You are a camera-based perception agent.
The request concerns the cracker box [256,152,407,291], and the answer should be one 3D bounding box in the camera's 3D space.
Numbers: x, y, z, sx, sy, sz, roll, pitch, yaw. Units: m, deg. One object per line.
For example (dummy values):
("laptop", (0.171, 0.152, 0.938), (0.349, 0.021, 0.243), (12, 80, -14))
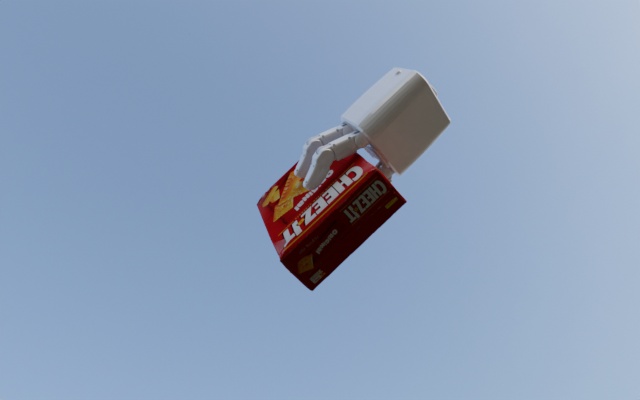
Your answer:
("cracker box", (0.000, 0.002, 0.668), (0.072, 0.164, 0.213), (45, 3, -24))
